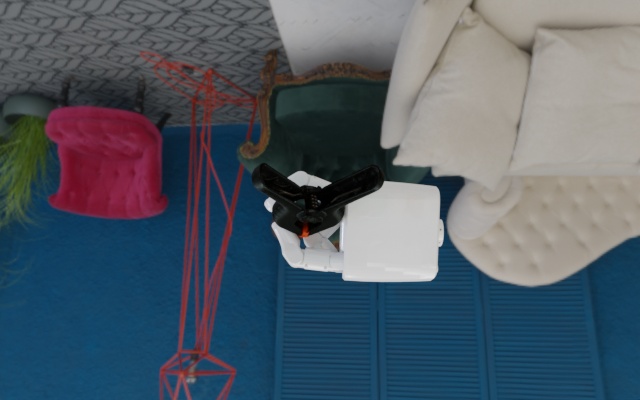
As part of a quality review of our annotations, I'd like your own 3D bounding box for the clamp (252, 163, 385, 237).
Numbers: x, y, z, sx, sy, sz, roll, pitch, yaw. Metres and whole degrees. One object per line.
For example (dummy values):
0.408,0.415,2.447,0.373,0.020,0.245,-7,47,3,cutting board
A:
0.000,0.002,0.496,0.120,0.039,0.171,3,-17,2,clamp
